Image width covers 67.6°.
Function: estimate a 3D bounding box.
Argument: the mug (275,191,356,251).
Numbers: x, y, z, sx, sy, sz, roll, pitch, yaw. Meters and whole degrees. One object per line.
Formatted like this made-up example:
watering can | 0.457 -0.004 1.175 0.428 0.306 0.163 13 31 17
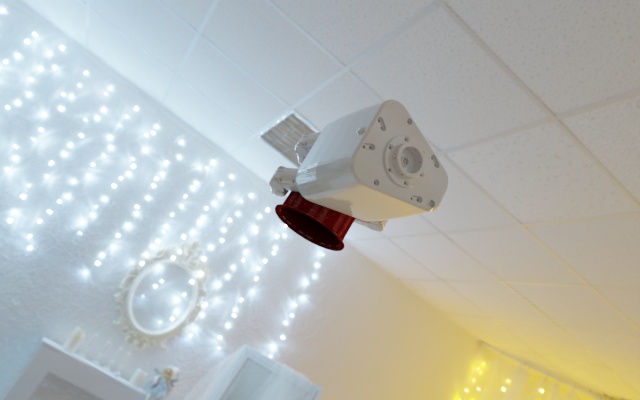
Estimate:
mug | 0.000 0.002 0.579 0.093 0.081 0.117 39 -21 -21
